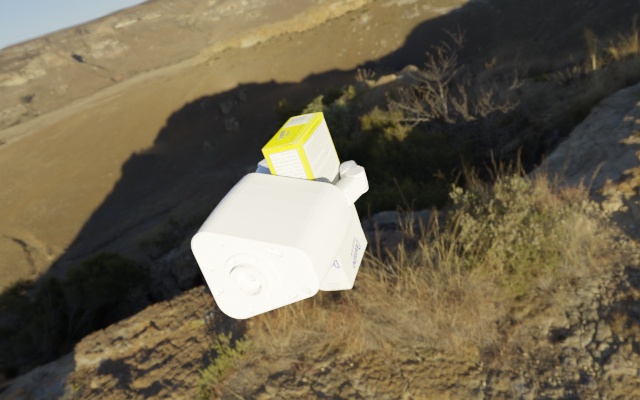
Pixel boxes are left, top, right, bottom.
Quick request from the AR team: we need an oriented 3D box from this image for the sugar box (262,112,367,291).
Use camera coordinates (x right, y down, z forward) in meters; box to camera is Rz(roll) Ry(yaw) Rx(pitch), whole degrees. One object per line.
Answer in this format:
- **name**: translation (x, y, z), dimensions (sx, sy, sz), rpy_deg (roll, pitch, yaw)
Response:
- **sugar box**: translation (-0.001, 0.002, 0.521), dimensions (0.048, 0.176, 0.093), rpy_deg (-7, 26, 22)
